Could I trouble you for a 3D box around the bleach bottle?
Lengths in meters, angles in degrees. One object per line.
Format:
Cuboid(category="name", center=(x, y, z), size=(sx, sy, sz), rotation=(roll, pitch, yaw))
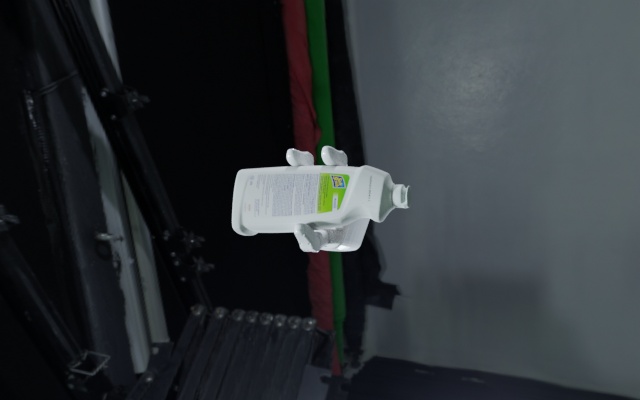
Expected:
Cuboid(category="bleach bottle", center=(0.000, 0.002, 0.671), size=(0.251, 0.102, 0.068), rotation=(1, -7, 23))
